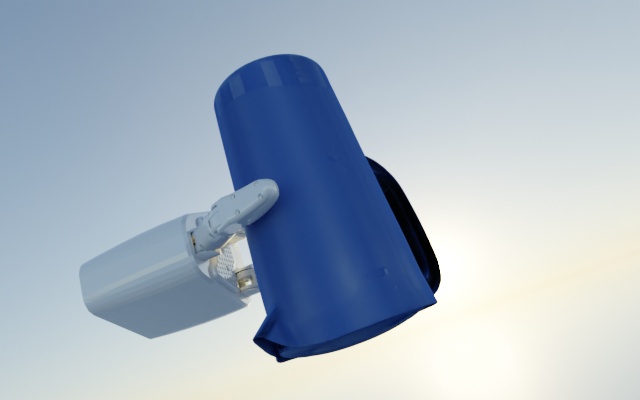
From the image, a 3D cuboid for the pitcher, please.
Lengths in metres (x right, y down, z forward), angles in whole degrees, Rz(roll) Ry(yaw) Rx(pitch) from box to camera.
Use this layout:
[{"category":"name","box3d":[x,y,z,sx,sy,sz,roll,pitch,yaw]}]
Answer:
[{"category":"pitcher","box3d":[0.000,0.001,0.413,0.145,0.242,0.149,-23,-18,10]}]
